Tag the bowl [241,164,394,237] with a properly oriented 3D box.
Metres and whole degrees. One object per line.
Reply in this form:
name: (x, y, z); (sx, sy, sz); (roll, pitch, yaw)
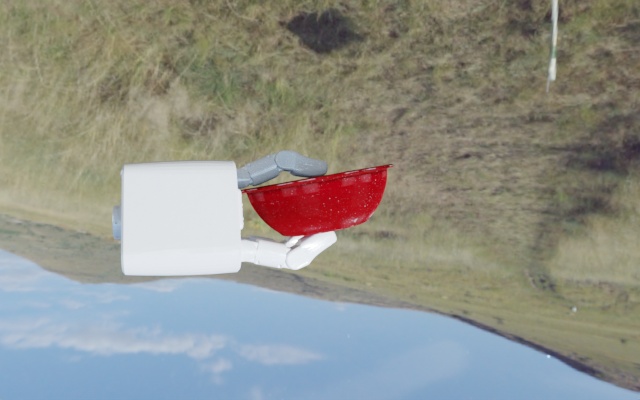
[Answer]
bowl: (0.001, 0.002, 0.498); (0.162, 0.055, 0.162); (-10, 3, 1)
